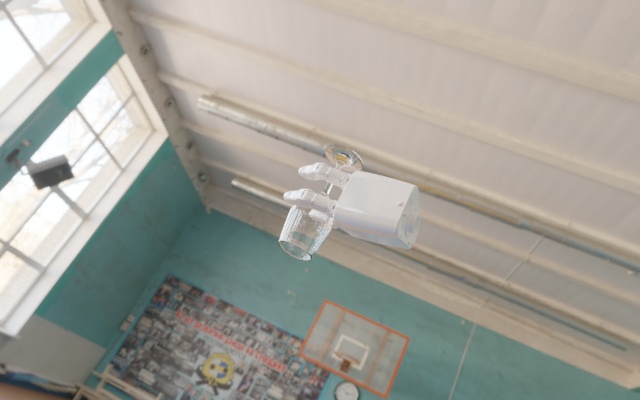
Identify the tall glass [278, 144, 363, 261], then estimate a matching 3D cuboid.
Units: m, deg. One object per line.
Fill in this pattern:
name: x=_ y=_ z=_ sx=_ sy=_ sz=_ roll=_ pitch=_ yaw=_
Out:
tall glass: x=0.000 y=0.002 z=0.819 sx=0.079 sy=0.201 sz=0.079 roll=23 pitch=-25 yaw=11
